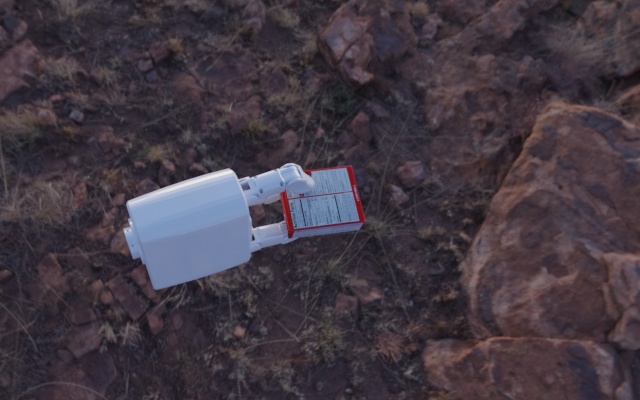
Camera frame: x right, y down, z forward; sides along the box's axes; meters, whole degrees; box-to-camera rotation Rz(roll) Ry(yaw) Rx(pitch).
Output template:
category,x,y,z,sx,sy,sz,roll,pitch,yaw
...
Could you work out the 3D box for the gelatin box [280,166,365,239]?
category,x,y,z,sx,sy,sz,roll,pitch,yaw
gelatin box,0.000,0.002,0.552,0.089,0.073,0.030,-7,-23,-13
